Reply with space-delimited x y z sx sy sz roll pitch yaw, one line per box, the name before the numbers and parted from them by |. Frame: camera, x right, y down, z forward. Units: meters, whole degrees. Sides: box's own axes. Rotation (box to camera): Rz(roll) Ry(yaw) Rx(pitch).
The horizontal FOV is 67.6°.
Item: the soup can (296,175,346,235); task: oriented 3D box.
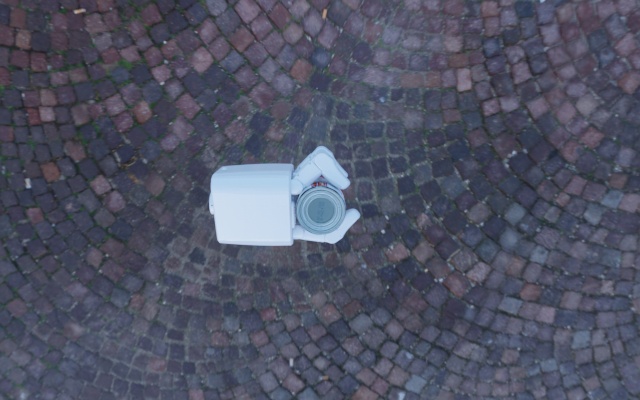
soup can | 0.001 0.002 0.669 0.068 0.068 0.102 0 13 0
